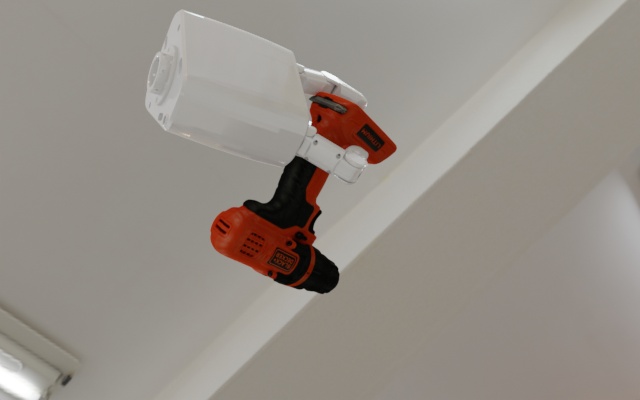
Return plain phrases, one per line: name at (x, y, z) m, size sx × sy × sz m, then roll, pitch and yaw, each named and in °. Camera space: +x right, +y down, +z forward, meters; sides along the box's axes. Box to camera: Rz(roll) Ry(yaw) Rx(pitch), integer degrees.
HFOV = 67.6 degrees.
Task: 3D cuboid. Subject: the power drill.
power drill at (0.000, 0.001, 0.488) m, size 0.057 × 0.187 × 0.184 m, roll 29°, pitch -4°, yaw 40°
